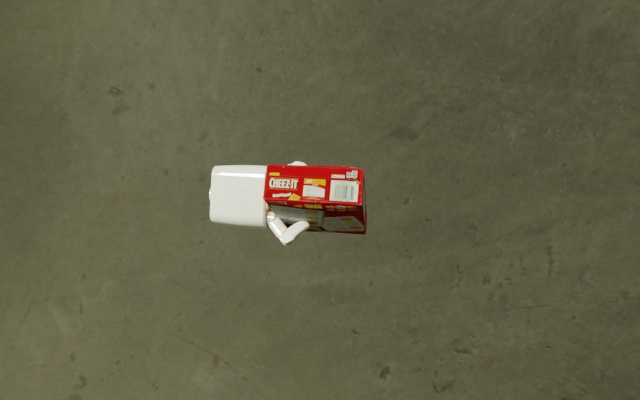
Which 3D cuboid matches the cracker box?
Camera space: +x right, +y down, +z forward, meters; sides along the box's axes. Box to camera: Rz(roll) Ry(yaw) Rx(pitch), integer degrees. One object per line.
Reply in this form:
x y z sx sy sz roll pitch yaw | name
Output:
0.000 0.003 0.870 0.164 0.072 0.214 3 -16 8 | cracker box
